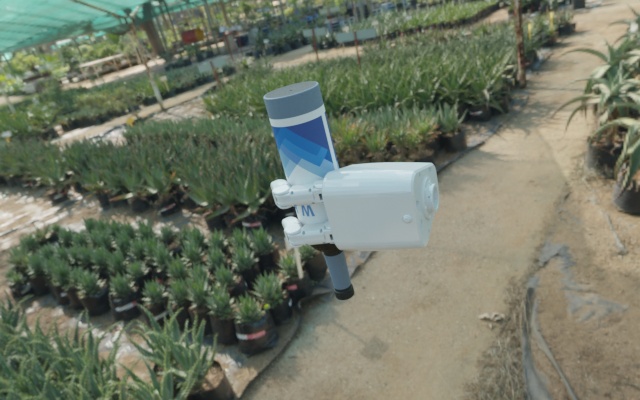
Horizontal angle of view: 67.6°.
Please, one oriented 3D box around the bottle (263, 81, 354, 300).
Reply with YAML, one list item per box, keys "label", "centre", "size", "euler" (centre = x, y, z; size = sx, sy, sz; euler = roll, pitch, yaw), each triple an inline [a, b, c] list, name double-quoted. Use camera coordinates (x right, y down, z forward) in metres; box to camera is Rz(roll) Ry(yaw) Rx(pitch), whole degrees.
- label: "bottle"
  centre: [0.000, 0.002, 0.612]
  size: [0.069, 0.296, 0.069]
  euler: [-12, 24, 6]
